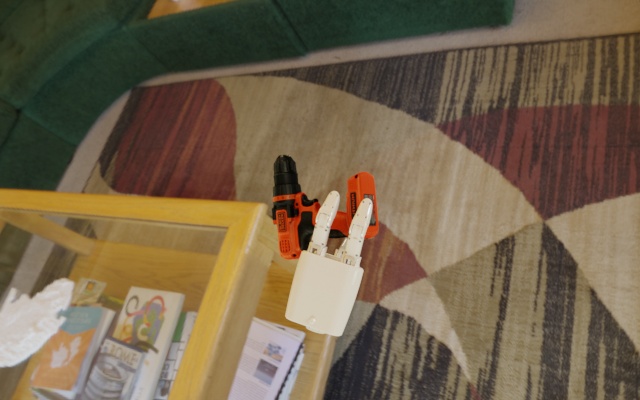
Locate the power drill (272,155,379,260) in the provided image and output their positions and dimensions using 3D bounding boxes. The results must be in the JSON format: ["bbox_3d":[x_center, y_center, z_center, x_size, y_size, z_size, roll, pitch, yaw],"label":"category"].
[{"bbox_3d":[0.000,0.003,0.798,0.187,0.184,0.057,-8,-4,35],"label":"power drill"}]
